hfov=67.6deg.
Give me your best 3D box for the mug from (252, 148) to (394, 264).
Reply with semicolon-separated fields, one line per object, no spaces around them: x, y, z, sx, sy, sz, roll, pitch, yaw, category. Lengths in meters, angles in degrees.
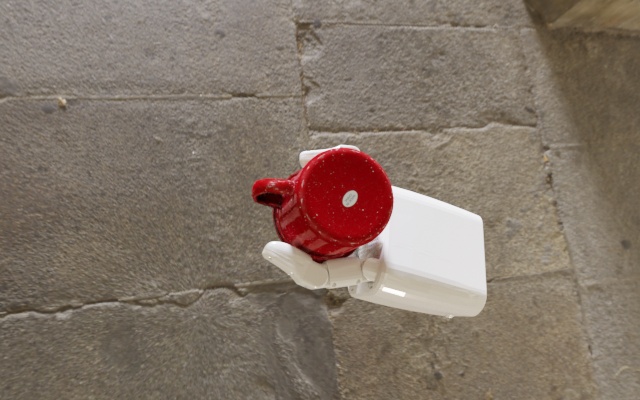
-0.001;0.001;0.407;0.117;0.093;0.081;15;-16;-12;mug
